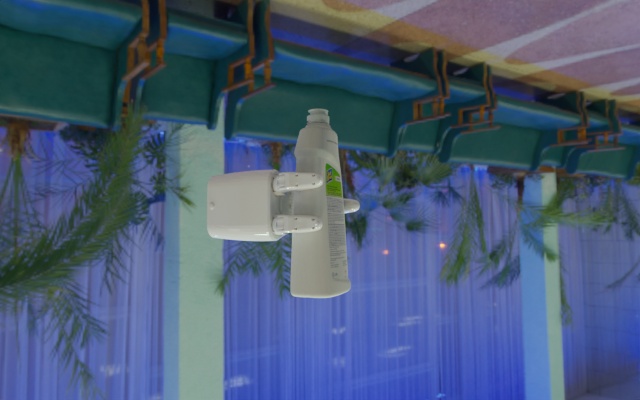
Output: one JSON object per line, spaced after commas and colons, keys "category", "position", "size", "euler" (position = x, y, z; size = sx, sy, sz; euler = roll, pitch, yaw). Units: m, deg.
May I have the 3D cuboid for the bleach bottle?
{"category": "bleach bottle", "position": [0.000, 0.002, 0.659], "size": [0.068, 0.251, 0.102], "euler": [-1, -4, 21]}
